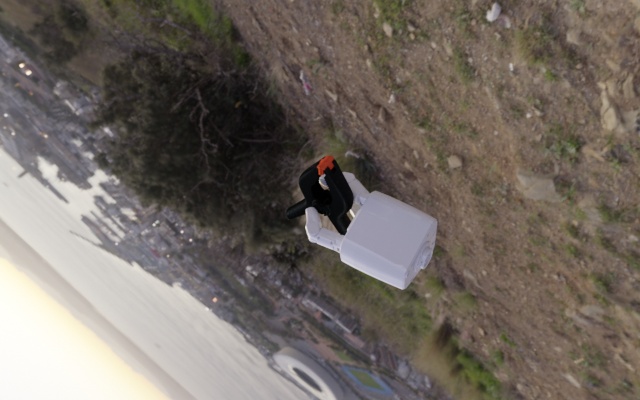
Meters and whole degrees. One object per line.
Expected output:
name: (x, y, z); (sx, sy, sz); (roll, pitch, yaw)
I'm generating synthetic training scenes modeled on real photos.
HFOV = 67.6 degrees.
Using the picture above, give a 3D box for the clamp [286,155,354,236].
clamp: (0.000, 0.003, 0.771); (0.164, 0.036, 0.210); (23, -33, 25)
